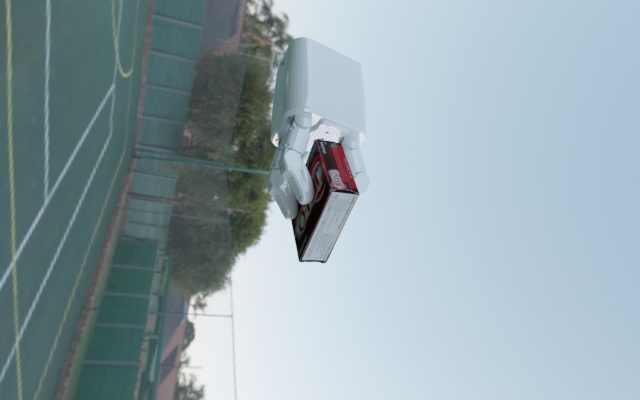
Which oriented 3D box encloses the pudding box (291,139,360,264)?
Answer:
[{"bbox_3d":[0.000,0.002,0.541,0.039,0.114,0.090,6,40,-18],"label":"pudding box"}]
